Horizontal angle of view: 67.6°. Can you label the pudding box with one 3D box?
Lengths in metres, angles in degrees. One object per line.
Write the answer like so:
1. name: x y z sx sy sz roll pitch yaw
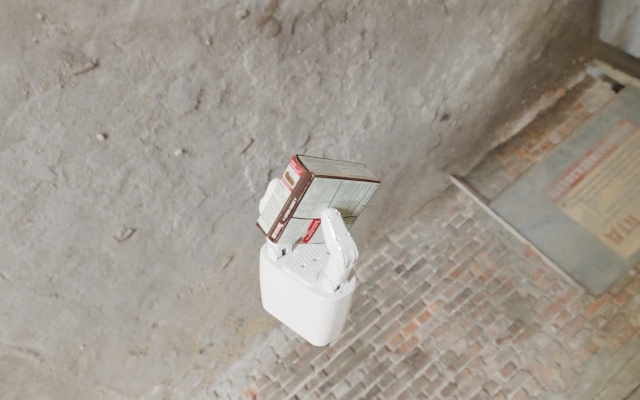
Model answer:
1. pudding box: 0.000 0.002 0.503 0.113 0.090 0.039 1 36 -49
